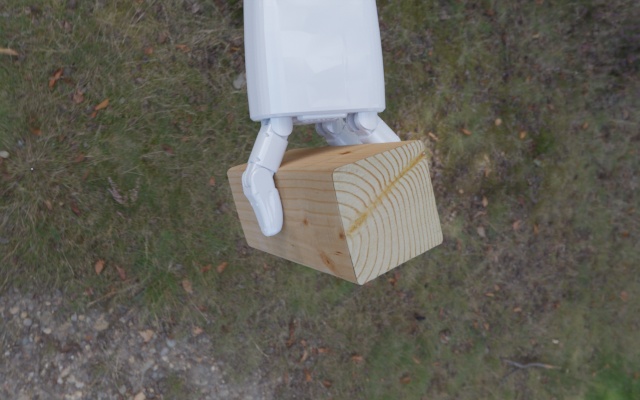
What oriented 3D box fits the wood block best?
[{"bbox_3d":[0.000,0.001,0.446,0.091,0.090,0.206,-21,14,-28],"label":"wood block"}]
